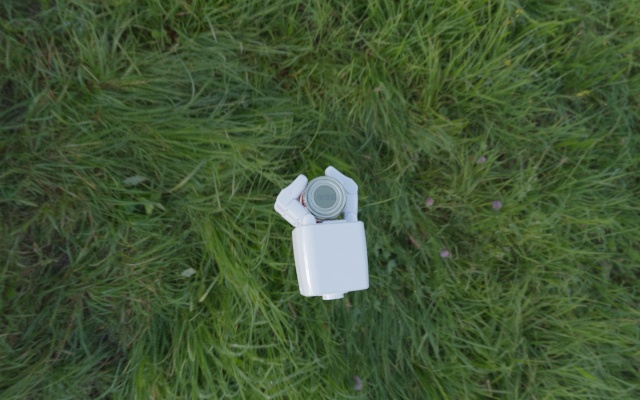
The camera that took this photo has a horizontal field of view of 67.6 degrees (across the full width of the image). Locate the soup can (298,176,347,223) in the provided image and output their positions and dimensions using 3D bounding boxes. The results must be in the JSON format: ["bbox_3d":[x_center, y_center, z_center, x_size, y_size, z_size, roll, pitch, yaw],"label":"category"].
[{"bbox_3d":[0.000,0.002,0.770,0.068,0.068,0.102,0,-9,-8],"label":"soup can"}]
